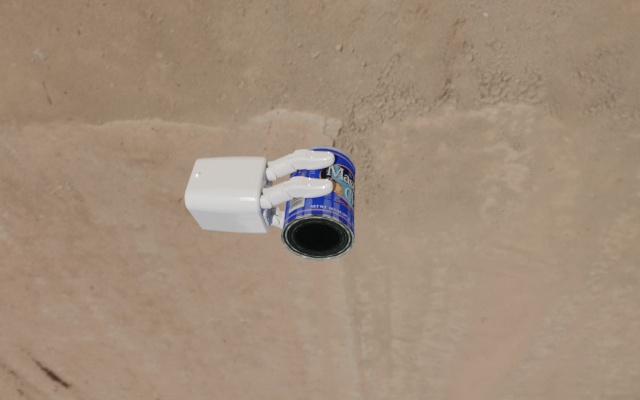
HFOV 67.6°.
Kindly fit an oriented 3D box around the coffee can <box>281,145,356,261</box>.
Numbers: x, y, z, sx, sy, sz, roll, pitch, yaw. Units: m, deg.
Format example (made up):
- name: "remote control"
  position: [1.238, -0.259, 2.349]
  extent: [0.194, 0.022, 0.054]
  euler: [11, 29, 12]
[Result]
- name: "coffee can"
  position: [0.000, 0.002, 0.708]
  extent: [0.103, 0.140, 0.103]
  euler: [2, -42, 2]
